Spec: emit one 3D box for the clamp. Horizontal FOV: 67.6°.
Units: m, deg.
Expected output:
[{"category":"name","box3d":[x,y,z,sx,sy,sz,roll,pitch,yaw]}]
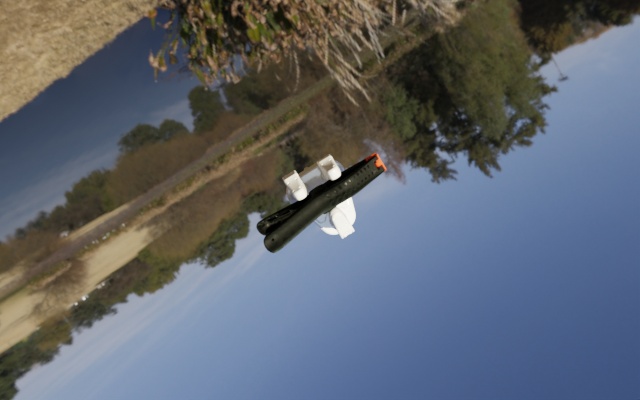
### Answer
[{"category":"clamp","box3d":[0.001,0.003,0.662,0.210,0.036,0.164,-32,11,0]}]
